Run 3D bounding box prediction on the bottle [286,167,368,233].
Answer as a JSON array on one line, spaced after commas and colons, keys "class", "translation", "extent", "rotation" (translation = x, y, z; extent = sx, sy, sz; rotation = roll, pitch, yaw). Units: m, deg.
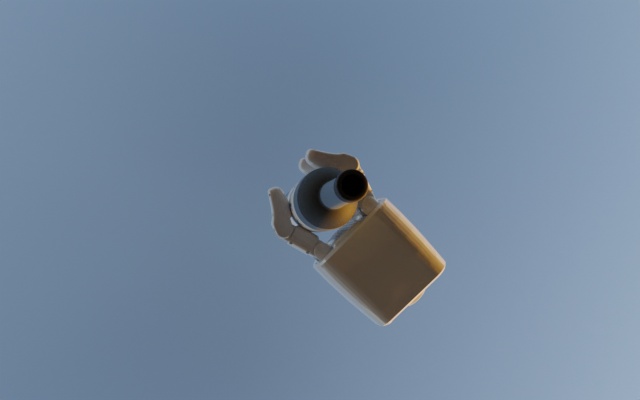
[{"class": "bottle", "translation": [0.000, 0.002, 0.537], "extent": [0.069, 0.069, 0.296], "rotation": [0, -6, -10]}]
